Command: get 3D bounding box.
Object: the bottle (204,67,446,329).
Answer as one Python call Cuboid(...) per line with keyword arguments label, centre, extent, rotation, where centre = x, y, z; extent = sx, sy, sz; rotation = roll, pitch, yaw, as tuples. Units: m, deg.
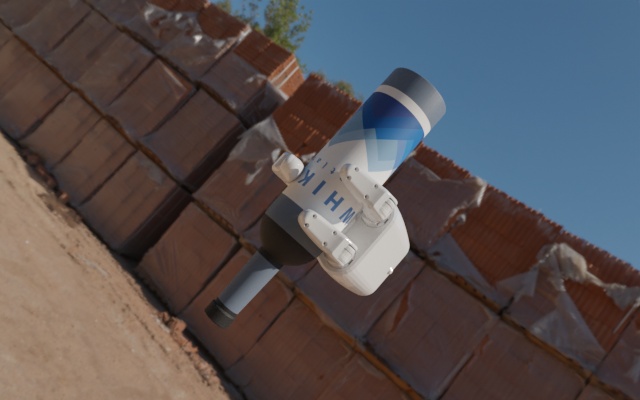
Cuboid(label="bottle", centre=(0.000, 0.001, 0.458), extent=(0.069, 0.295, 0.069), rotation=(41, -6, 5))
